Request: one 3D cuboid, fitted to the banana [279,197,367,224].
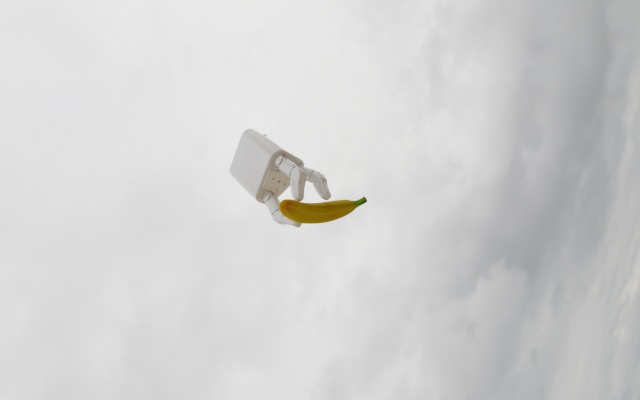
[{"bbox_3d":[-0.007,0.014,0.848,0.198,0.037,0.070,-5,-36,-42],"label":"banana"}]
